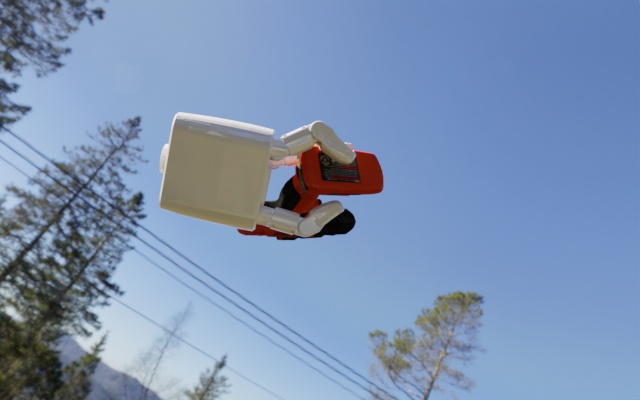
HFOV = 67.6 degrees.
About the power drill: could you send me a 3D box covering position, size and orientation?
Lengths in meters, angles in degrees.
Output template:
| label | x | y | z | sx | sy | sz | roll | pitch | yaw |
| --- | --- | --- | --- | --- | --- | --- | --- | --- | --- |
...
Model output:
| label | x | y | z | sx | sy | sz | roll | pitch | yaw |
| --- | --- | --- | --- | --- | --- | --- | --- | --- | --- |
| power drill | 0.000 | 0.002 | 0.620 | 0.184 | 0.057 | 0.188 | 1 | -25 | -30 |
